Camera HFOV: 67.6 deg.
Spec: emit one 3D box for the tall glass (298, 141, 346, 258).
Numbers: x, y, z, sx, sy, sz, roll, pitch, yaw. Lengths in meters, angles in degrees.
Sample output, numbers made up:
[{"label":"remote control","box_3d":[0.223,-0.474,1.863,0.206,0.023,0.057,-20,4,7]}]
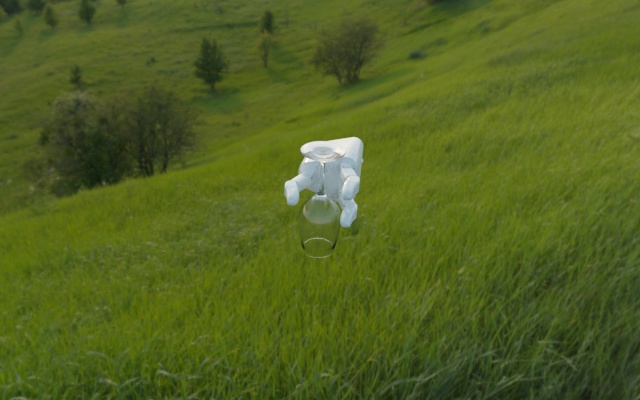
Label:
[{"label":"tall glass","box_3d":[0.000,0.002,0.832,0.079,0.201,0.079,2,31,-1]}]
